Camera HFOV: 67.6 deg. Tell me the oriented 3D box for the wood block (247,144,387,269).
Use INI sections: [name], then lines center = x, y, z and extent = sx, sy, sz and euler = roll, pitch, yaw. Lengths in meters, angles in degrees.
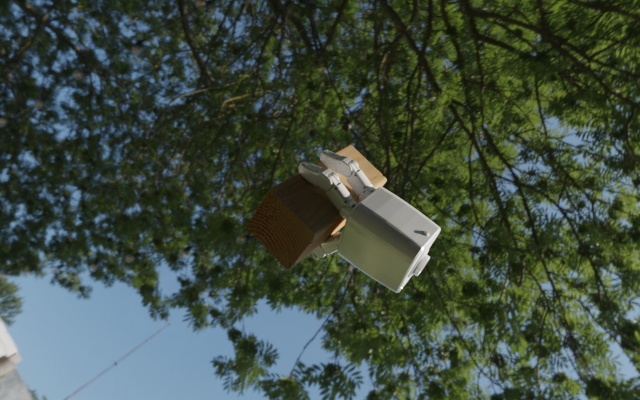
[wood block]
center = 0.000, 0.003, 0.721
extent = 0.206, 0.090, 0.091
euler = -34, -15, -48
